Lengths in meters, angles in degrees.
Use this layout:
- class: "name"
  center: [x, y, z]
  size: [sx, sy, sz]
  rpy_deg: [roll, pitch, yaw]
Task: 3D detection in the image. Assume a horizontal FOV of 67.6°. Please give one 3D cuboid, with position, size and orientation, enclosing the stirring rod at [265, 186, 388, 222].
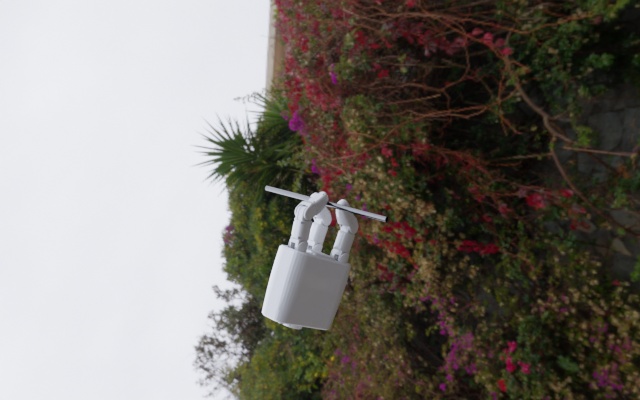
- class: "stirring rod"
  center: [0.000, 0.002, 0.729]
  size: [0.239, 0.011, 0.011]
  rpy_deg: [14, 9, 39]
